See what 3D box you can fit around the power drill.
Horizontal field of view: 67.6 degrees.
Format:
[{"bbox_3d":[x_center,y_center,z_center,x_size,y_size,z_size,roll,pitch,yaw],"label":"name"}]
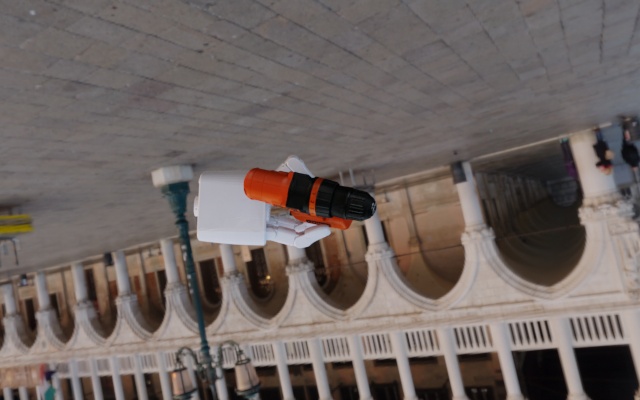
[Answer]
[{"bbox_3d":[0.000,0.002,0.704,0.184,0.057,0.188,14,-7,15],"label":"power drill"}]
